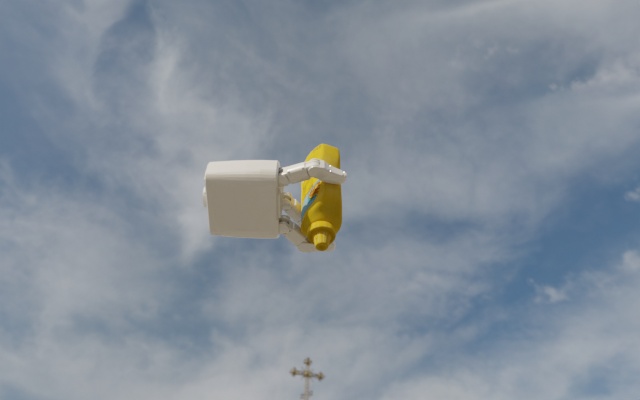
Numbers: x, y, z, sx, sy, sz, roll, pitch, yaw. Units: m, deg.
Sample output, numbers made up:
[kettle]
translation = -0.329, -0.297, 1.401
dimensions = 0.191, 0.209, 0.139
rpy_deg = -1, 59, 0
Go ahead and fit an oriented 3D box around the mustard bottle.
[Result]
[mustard bottle]
translation = 0.000, 0.002, 0.738
dimensions = 0.058, 0.096, 0.191
rpy_deg = 18, 38, -15
